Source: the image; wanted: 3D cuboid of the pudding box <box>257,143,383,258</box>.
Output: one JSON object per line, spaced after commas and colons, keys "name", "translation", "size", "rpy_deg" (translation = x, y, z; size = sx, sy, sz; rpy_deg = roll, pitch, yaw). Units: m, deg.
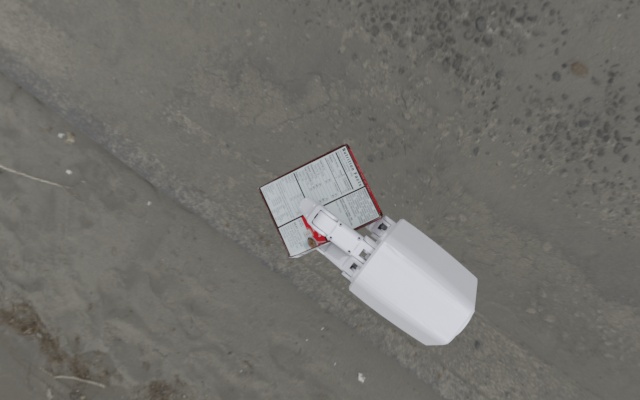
{"name": "pudding box", "translation": [0.000, 0.002, 0.526], "size": [0.113, 0.090, 0.039], "rpy_deg": [-25, -6, 6]}
